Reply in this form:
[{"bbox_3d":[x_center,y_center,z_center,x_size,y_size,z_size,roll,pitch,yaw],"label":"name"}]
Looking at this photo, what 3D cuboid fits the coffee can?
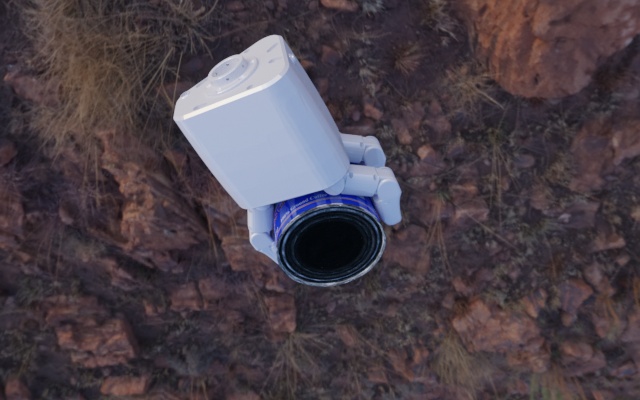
[{"bbox_3d":[0.000,0.002,0.490,0.103,0.103,0.140,0,38,-11],"label":"coffee can"}]
